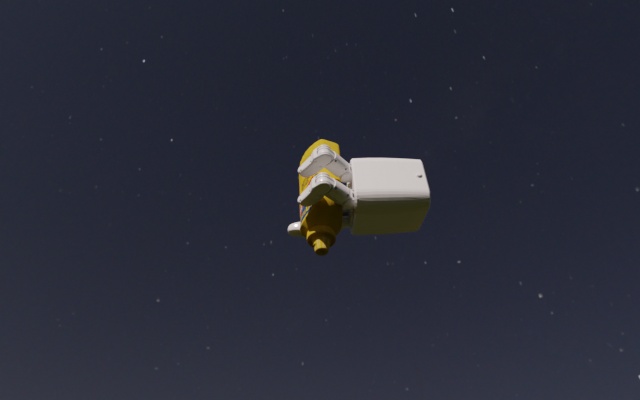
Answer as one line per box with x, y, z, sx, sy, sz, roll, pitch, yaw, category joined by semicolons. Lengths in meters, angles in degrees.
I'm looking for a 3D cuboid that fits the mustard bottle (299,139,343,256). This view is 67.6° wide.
0.000;0.002;0.718;0.058;0.191;0.096;16;-47;-19;mustard bottle
